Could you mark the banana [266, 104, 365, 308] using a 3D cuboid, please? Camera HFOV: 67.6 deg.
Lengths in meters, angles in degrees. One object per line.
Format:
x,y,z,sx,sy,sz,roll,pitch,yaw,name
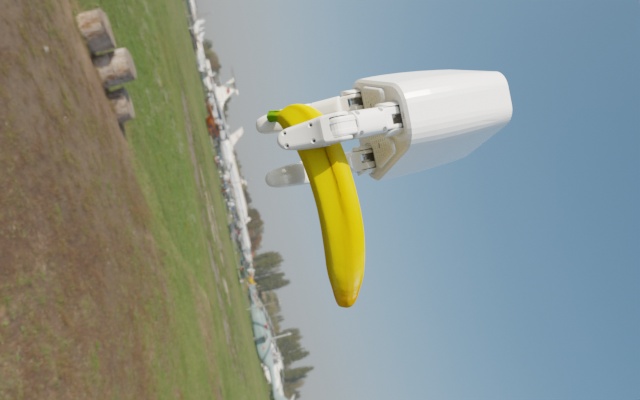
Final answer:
0.005,-0.008,0.412,0.037,0.197,0.070,-13,-16,-23,banana
